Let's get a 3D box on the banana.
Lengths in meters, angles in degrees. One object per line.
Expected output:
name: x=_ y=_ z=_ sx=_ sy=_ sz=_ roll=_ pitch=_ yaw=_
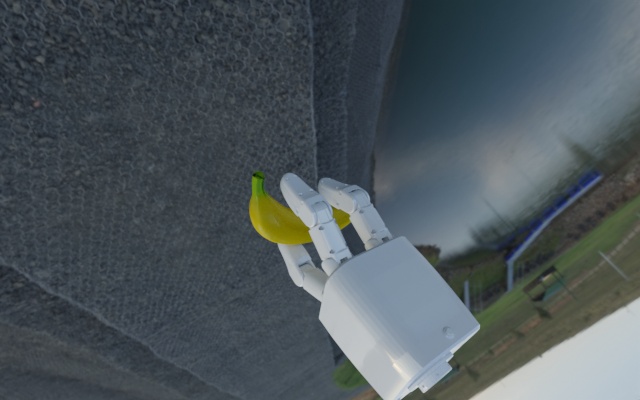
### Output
banana: x=-0.012 y=0.016 z=0.508 sx=0.037 sy=0.070 sz=0.198 roll=46 pitch=20 yaw=28
